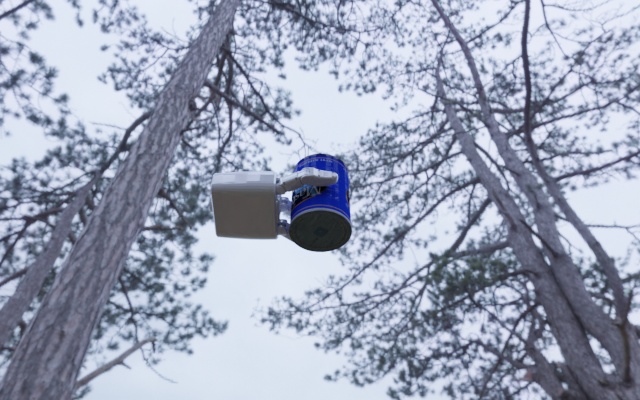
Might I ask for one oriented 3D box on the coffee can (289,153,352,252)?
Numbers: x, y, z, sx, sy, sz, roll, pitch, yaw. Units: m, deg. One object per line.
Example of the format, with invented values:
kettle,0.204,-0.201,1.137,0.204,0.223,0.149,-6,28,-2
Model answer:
coffee can,0.000,0.003,0.820,0.103,0.140,0.103,0,-45,0
